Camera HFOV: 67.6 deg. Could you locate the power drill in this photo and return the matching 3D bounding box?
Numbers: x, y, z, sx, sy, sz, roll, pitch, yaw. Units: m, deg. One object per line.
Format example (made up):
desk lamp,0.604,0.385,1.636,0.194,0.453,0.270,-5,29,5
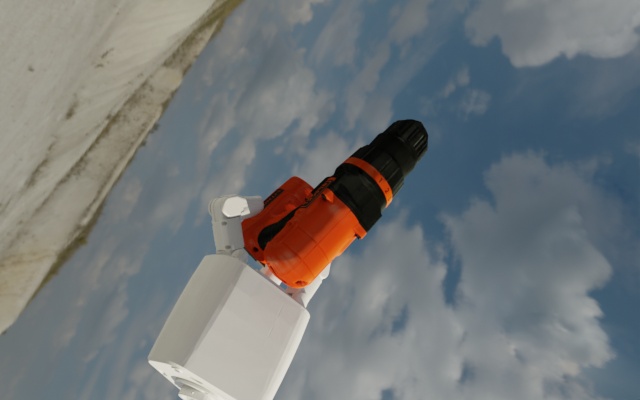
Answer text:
power drill,0.000,0.002,0.456,0.184,0.057,0.187,-43,10,-21
